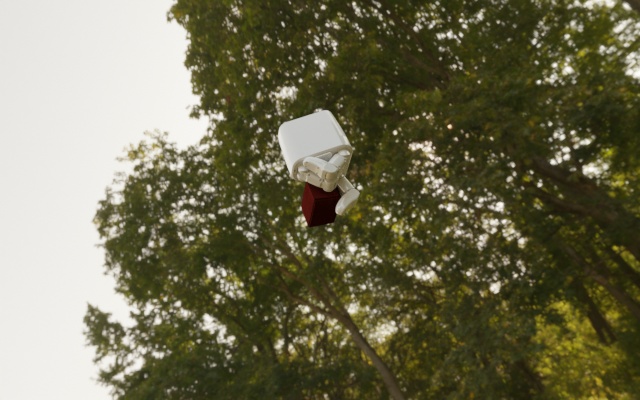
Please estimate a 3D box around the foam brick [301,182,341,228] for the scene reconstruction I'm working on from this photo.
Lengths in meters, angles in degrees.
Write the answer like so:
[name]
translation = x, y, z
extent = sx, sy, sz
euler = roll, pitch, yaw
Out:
[foam brick]
translation = 0.000, 0.003, 0.876
extent = 0.053, 0.051, 0.078
euler = -8, -39, -20
